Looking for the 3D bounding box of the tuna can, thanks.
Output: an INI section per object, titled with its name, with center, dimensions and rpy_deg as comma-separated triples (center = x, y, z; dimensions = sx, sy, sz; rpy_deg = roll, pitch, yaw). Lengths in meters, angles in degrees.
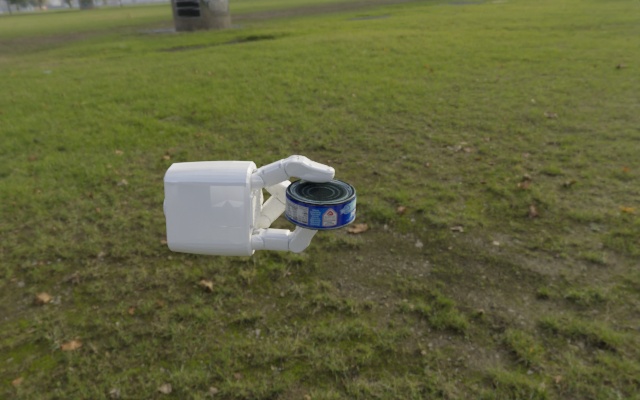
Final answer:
[tuna can]
center = 0.000, 0.001, 0.572
dimensions = 0.086, 0.034, 0.086
rpy_deg = 2, 24, -1
